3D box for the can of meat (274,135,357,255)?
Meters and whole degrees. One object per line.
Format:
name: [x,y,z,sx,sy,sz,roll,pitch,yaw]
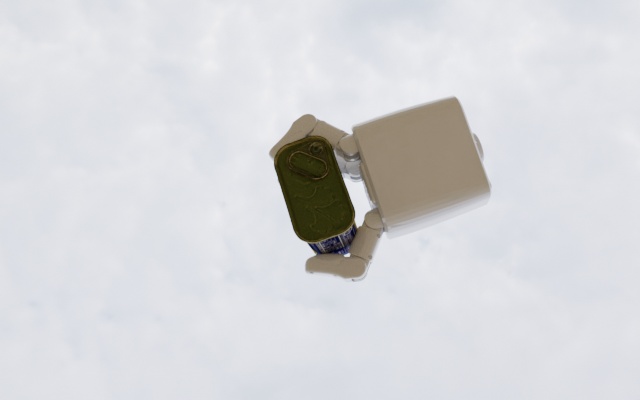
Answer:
can of meat: [0.000,0.002,0.468,0.057,0.102,0.084,-20,-22,3]
